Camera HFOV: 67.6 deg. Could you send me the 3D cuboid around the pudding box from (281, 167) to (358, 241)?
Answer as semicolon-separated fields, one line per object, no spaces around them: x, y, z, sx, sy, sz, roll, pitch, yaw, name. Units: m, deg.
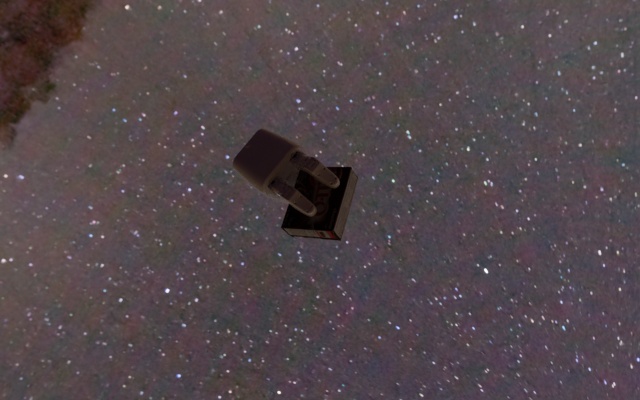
0.000;0.002;0.729;0.090;0.113;0.039;1;-27;30;pudding box
